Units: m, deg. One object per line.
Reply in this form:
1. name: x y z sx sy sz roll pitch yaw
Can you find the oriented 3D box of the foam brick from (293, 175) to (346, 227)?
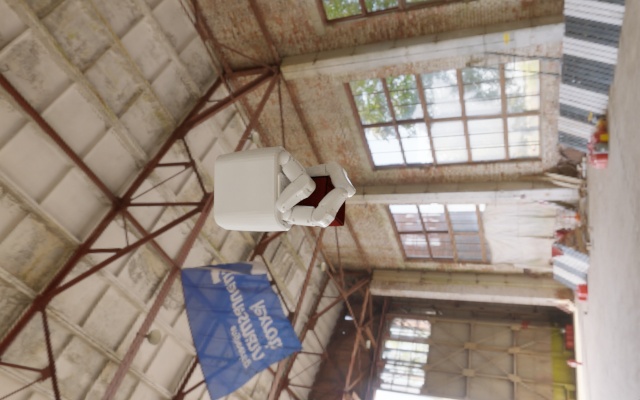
1. foam brick: 0.000 0.002 0.703 0.051 0.053 0.078 -4 -23 23
